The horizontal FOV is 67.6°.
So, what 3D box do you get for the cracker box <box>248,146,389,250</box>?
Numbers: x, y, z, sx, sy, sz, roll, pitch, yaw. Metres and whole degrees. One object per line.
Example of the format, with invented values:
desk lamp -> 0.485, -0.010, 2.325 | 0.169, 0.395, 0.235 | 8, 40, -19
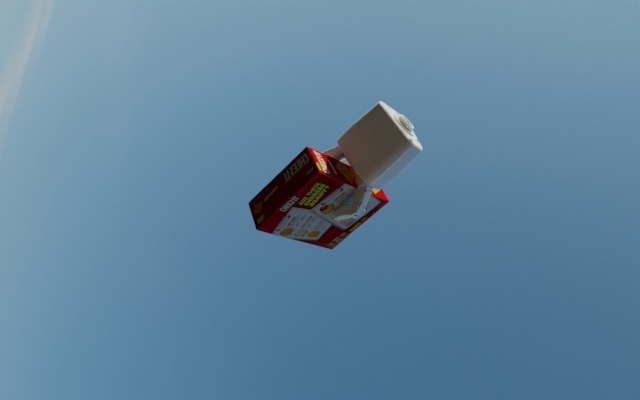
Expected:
cracker box -> 0.000, 0.003, 0.889 | 0.164, 0.072, 0.214 | -42, -37, 24
